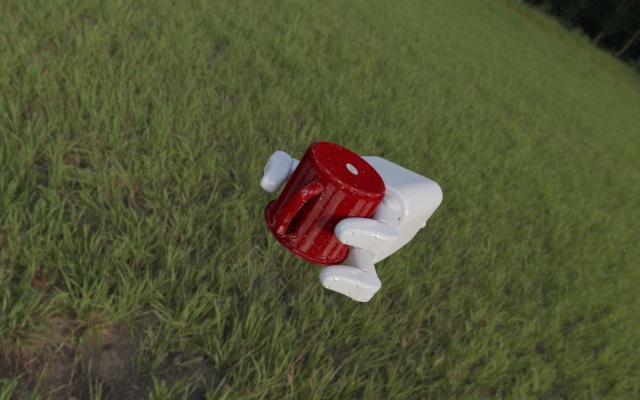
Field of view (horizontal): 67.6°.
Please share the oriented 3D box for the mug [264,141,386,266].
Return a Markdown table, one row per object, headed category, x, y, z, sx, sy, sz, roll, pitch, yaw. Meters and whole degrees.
| category | x | y | z | sx | sy | sz | roll | pitch | yaw |
| --- | --- | --- | --- | --- | --- | --- | --- | --- | --- |
| mug | -0.001 | 0.001 | 0.432 | 0.093 | 0.081 | 0.117 | 44 | 29 | 20 |
